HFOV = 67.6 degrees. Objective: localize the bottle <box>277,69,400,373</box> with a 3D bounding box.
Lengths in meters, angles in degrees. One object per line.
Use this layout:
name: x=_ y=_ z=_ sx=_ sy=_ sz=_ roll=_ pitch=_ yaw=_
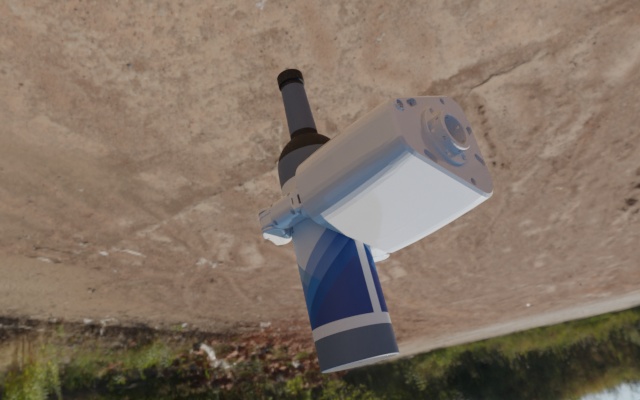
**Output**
bottle: x=0.000 y=0.002 z=0.446 sx=0.069 sy=0.295 sz=0.069 roll=-12 pitch=-23 yaw=-5
